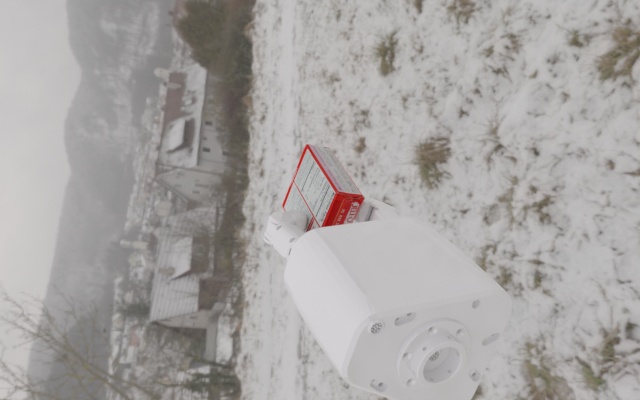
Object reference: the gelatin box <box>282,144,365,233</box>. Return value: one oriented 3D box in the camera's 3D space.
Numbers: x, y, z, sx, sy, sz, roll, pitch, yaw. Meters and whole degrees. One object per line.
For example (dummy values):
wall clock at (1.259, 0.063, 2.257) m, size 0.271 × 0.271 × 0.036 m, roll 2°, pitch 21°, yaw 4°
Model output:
gelatin box at (0.000, 0.001, 0.439) m, size 0.030 × 0.073 × 0.089 m, roll 7°, pitch 31°, yaw -28°
